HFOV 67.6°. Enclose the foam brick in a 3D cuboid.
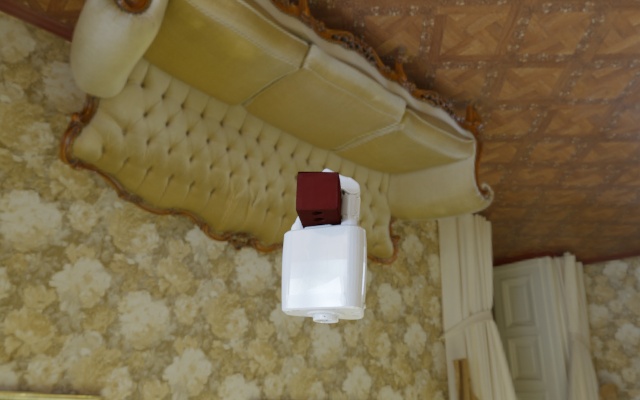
[{"bbox_3d":[0.000,0.002,0.614,0.053,0.051,0.078,0,-23,7],"label":"foam brick"}]
